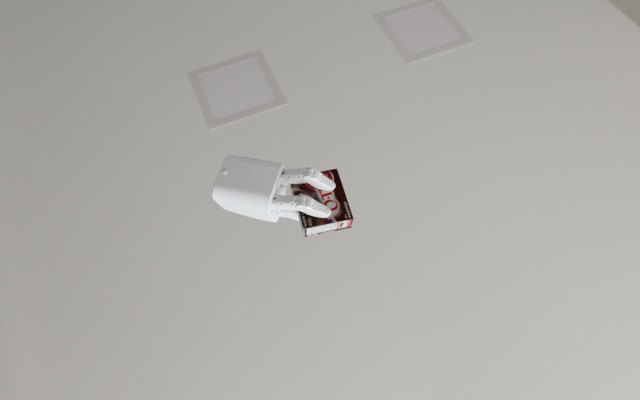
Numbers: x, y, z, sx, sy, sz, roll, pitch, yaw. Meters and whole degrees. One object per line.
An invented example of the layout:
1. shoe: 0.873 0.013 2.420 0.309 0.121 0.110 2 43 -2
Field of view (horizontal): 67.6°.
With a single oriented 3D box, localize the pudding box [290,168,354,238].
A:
1. pudding box: 0.000 0.003 0.847 0.090 0.113 0.039 -12 -28 -9
